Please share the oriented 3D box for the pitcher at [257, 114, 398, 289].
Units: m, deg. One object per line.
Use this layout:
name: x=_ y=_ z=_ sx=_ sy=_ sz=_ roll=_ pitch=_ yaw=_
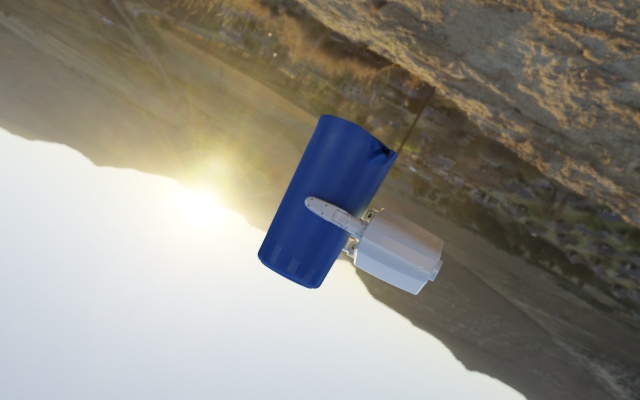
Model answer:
pitcher: x=0.000 y=0.002 z=0.729 sx=0.145 sy=0.243 sz=0.149 roll=27 pitch=-4 yaw=12
